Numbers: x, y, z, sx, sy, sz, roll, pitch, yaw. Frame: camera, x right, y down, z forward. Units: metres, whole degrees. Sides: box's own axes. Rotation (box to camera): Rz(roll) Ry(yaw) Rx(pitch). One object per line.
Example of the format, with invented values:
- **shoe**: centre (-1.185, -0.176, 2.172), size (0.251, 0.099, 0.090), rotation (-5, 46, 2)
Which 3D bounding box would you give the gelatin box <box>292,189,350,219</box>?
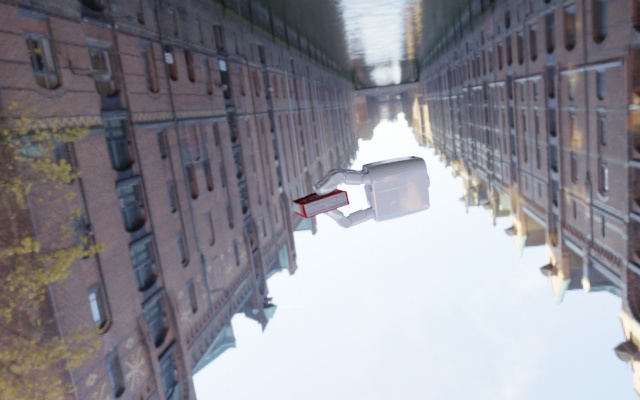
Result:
- **gelatin box**: centre (0.000, 0.003, 0.884), size (0.089, 0.030, 0.073), rotation (-19, 11, -15)
